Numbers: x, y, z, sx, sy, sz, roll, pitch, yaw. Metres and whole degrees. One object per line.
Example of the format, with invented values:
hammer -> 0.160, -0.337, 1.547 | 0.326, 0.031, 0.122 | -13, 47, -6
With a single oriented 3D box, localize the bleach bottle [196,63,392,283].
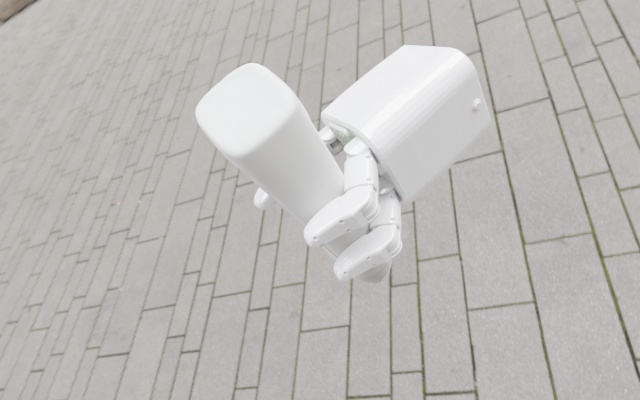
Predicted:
bleach bottle -> 0.000, 0.001, 0.426 | 0.102, 0.068, 0.251 | 47, -3, 45
